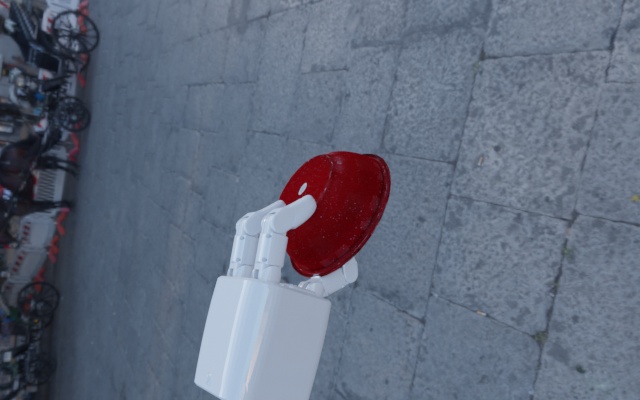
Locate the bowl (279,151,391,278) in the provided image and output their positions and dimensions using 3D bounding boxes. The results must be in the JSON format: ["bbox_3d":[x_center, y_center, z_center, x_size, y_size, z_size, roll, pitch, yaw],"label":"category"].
[{"bbox_3d":[0.000,0.000,0.532,0.055,0.162,0.162,35,-18,-28],"label":"bowl"}]
